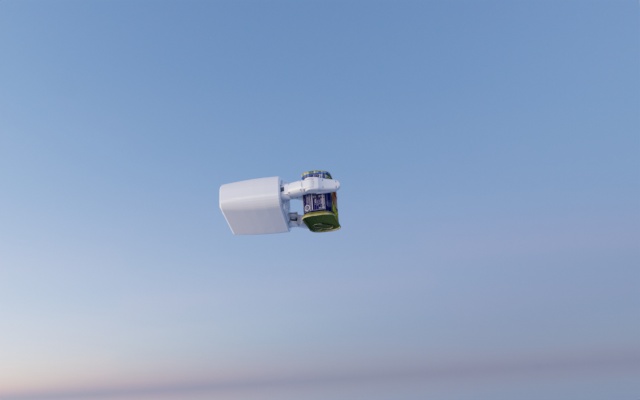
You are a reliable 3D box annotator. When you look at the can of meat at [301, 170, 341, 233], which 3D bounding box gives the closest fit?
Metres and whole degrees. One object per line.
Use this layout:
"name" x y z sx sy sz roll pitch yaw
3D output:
"can of meat" 0.000 0.002 0.851 0.057 0.084 0.102 -8 -21 9
